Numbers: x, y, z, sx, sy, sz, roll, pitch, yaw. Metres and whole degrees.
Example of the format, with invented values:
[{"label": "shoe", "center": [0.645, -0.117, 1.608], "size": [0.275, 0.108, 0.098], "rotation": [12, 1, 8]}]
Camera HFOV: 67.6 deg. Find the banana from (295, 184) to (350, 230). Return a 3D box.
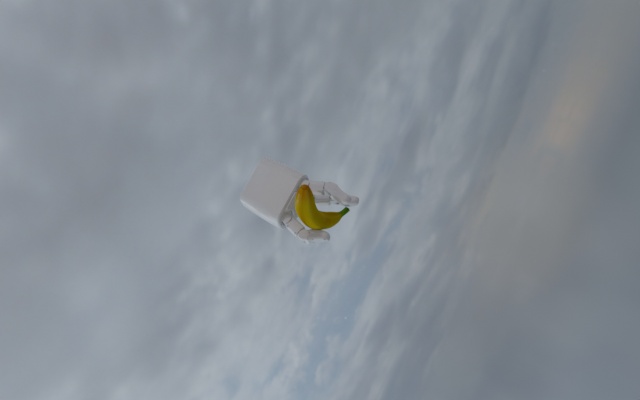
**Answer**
[{"label": "banana", "center": [-0.008, 0.020, 0.889], "size": [0.037, 0.069, 0.198], "rotation": [31, 2, 27]}]
